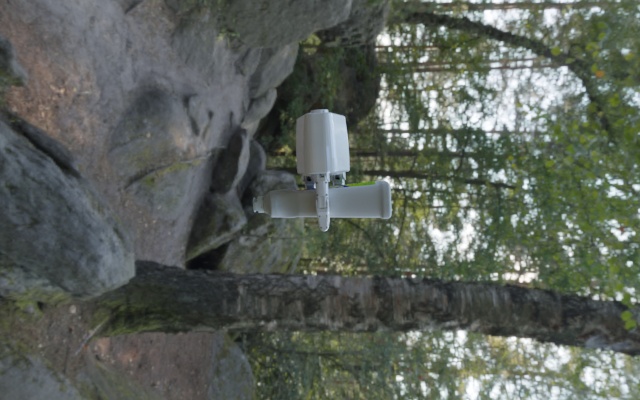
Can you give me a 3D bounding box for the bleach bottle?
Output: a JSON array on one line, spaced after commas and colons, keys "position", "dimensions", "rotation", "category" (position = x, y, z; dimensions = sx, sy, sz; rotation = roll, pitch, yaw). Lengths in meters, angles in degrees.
[{"position": [0.000, 0.003, 0.880], "dimensions": [0.251, 0.068, 0.102], "rotation": [-3, 5, 3], "category": "bleach bottle"}]
